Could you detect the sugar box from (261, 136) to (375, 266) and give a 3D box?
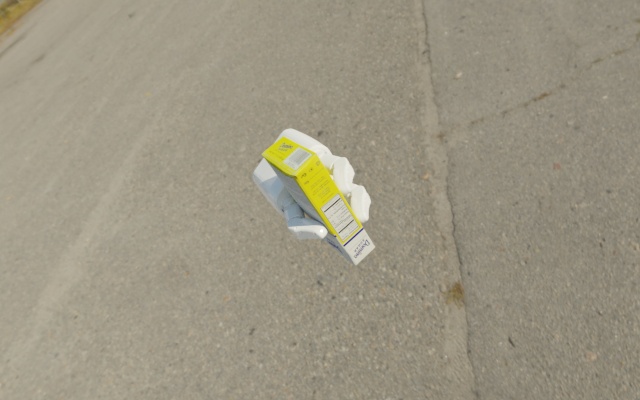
[{"bbox_3d":[0.000,0.002,0.634,0.093,0.048,0.176,36,-14,53],"label":"sugar box"}]
